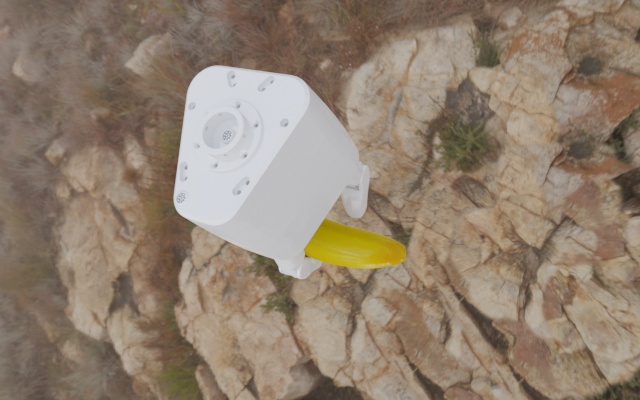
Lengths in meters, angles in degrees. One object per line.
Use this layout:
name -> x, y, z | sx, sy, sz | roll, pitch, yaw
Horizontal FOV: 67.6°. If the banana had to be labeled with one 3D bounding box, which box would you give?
banana -> -0.015, 0.013, 0.442 | 0.197, 0.069, 0.037 | 38, -13, 30
